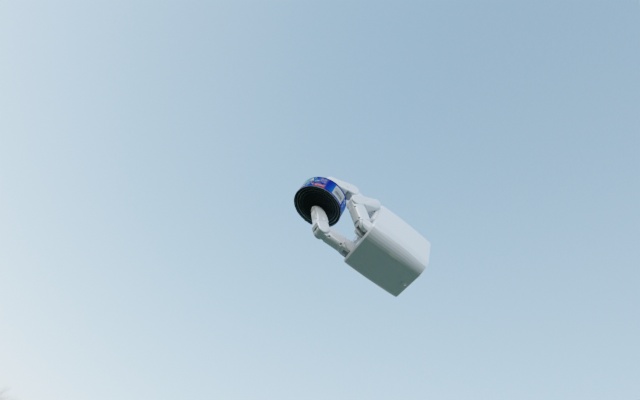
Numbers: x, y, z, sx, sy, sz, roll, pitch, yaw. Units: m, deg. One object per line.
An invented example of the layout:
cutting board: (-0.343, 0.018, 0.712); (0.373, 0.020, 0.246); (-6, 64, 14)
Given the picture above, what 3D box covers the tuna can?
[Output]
tuna can: (0.000, 0.002, 0.811); (0.086, 0.086, 0.033); (0, 35, 27)
